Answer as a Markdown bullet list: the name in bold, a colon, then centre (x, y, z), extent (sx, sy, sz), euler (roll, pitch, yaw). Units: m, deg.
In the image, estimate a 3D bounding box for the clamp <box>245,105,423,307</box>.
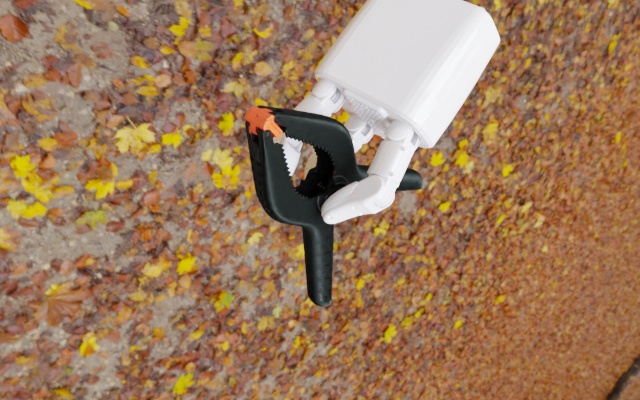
- **clamp**: centre (0.000, 0.001, 0.408), extent (0.036, 0.164, 0.210), euler (31, -4, 43)
